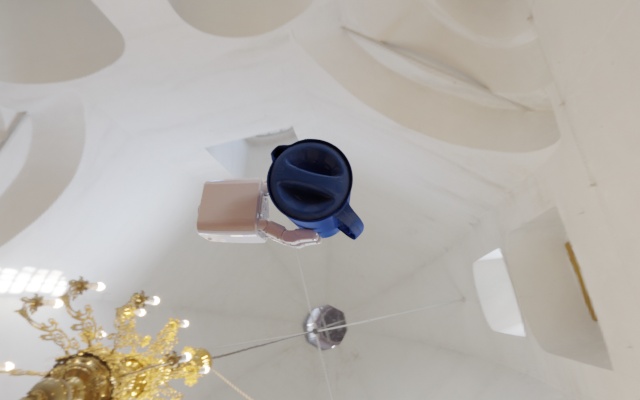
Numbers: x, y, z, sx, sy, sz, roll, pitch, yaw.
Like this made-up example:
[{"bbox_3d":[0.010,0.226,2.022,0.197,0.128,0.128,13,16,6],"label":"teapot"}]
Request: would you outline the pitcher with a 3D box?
[{"bbox_3d":[0.000,0.003,0.836,0.145,0.149,0.243,-4,-14,5],"label":"pitcher"}]
